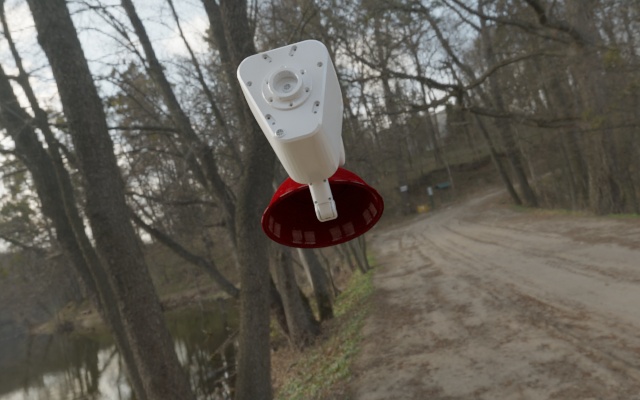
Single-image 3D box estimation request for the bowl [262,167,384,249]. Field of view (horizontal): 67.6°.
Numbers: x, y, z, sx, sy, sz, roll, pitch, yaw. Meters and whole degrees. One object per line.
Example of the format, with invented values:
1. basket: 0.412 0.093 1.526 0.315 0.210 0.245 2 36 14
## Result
1. bowl: 0.000 0.002 0.638 0.162 0.055 0.162 -8 -34 -5
